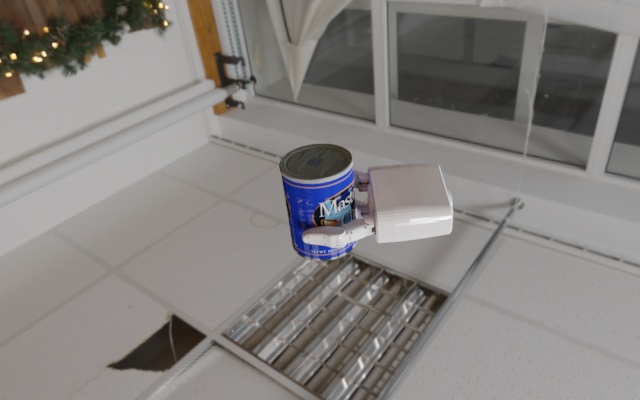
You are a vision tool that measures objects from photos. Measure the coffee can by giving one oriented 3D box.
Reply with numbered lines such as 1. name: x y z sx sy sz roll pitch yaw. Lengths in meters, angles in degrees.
1. coffee can: 0.000 0.002 0.697 0.103 0.140 0.102 -4 34 3
